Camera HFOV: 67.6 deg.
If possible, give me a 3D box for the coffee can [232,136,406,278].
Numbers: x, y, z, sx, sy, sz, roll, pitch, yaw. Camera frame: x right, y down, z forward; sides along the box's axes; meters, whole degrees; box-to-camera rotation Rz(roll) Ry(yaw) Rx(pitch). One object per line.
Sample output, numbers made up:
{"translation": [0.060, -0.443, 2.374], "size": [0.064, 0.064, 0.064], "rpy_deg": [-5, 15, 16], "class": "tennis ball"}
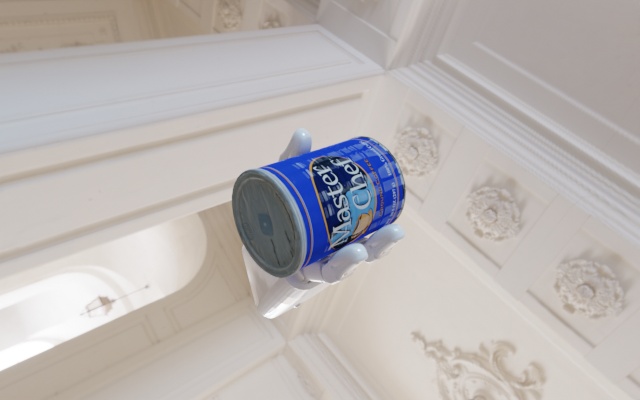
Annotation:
{"translation": [0.000, 0.001, 0.469], "size": [0.140, 0.103, 0.103], "rpy_deg": [-22, 14, -38], "class": "coffee can"}
